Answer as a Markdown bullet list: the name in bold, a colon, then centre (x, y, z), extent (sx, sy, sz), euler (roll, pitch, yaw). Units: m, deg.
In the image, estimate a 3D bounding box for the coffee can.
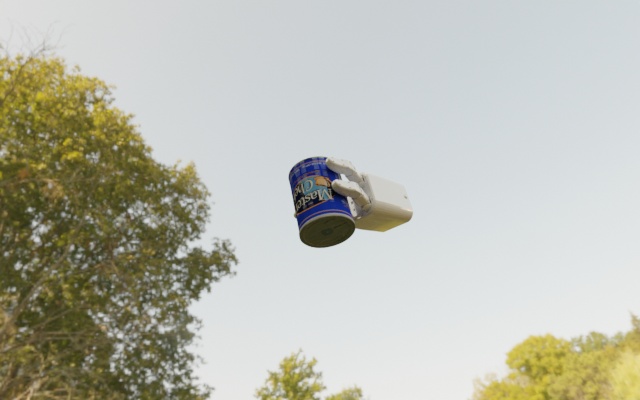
- **coffee can**: centre (0.000, 0.003, 0.893), extent (0.103, 0.140, 0.103), euler (-9, -36, -6)
